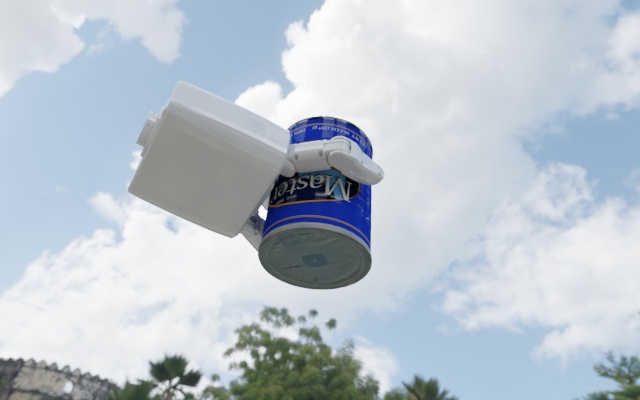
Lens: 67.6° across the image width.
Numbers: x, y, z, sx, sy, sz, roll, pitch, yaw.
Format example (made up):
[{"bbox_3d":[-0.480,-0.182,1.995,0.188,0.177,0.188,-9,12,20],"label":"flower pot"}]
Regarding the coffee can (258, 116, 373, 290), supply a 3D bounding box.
[{"bbox_3d":[0.000,0.002,0.471,0.103,0.140,0.103,3,-39,3],"label":"coffee can"}]
